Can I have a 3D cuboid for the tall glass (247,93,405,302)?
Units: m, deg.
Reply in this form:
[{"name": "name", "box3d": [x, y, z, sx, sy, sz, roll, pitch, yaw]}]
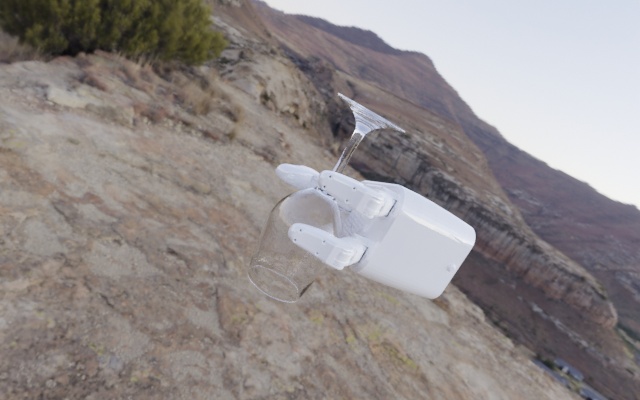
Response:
[{"name": "tall glass", "box3d": [0.000, 0.001, 0.471, 0.079, 0.201, 0.079, 29, 12, -7]}]
